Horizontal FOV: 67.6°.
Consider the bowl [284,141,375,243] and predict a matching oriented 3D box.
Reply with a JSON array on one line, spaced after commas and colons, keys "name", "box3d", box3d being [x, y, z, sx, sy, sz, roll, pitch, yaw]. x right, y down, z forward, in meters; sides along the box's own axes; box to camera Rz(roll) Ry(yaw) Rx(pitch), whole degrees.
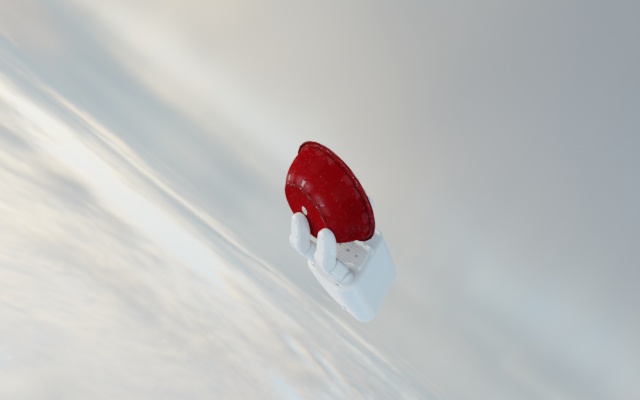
[{"name": "bowl", "box3d": [-0.001, 0.001, 0.649, 0.055, 0.162, 0.162, -34, 14, -22]}]
